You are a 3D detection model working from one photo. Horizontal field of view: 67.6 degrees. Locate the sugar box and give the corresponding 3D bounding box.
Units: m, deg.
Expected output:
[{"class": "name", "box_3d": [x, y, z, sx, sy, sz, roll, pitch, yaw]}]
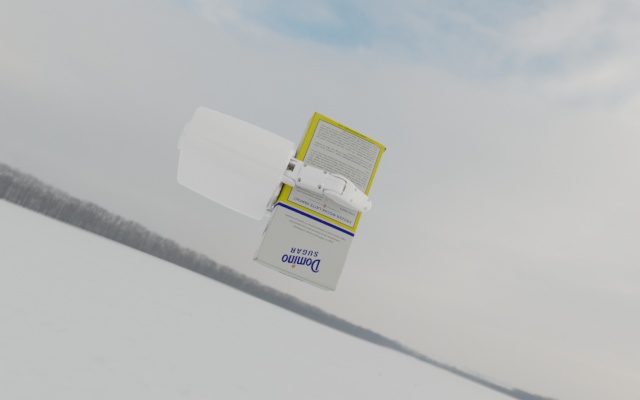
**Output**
[{"class": "sugar box", "box_3d": [0.000, 0.002, 0.530, 0.093, 0.176, 0.048, 24, -13, -10]}]
